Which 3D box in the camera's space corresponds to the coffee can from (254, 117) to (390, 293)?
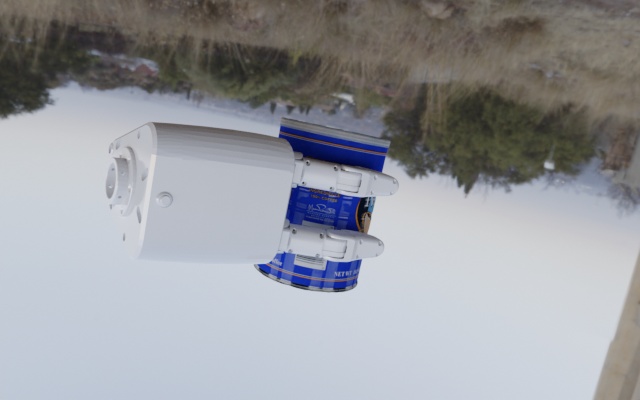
[{"bbox_3d":[0.000,0.001,0.449,0.103,0.140,0.103,12,9,-2],"label":"coffee can"}]
